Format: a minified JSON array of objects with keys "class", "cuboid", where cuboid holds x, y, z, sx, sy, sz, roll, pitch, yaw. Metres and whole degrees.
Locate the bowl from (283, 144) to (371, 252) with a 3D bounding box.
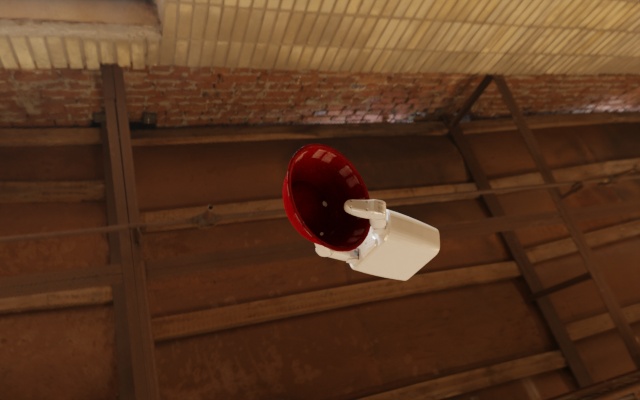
[{"class":"bowl","cuboid":[-0.001,0.002,0.690,0.162,0.162,0.055,0,-19,-45]}]
